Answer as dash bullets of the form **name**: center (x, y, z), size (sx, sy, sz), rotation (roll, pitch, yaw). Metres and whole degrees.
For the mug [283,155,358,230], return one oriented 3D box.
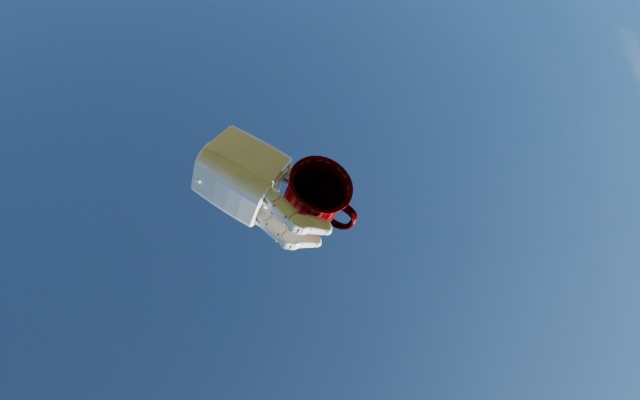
- **mug**: center (0.001, 0.003, 0.690), size (0.117, 0.093, 0.081), rotation (33, -35, 1)
